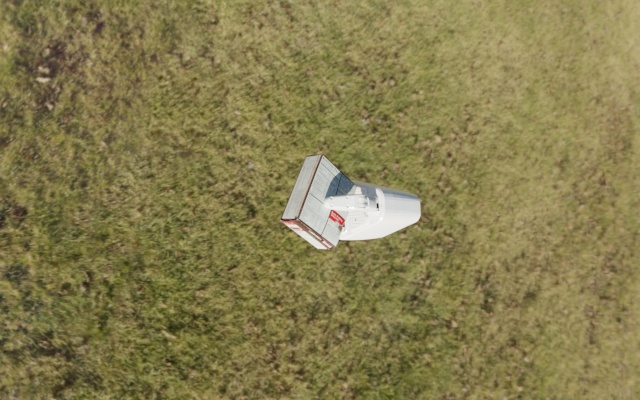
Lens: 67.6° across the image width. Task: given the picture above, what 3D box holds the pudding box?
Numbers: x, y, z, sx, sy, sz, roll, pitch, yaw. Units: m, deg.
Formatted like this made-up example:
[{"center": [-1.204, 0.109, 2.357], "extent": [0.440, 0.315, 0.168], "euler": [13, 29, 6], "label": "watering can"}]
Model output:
[{"center": [0.000, 0.002, 0.693], "extent": [0.039, 0.113, 0.090], "euler": [-8, -37, 43], "label": "pudding box"}]
